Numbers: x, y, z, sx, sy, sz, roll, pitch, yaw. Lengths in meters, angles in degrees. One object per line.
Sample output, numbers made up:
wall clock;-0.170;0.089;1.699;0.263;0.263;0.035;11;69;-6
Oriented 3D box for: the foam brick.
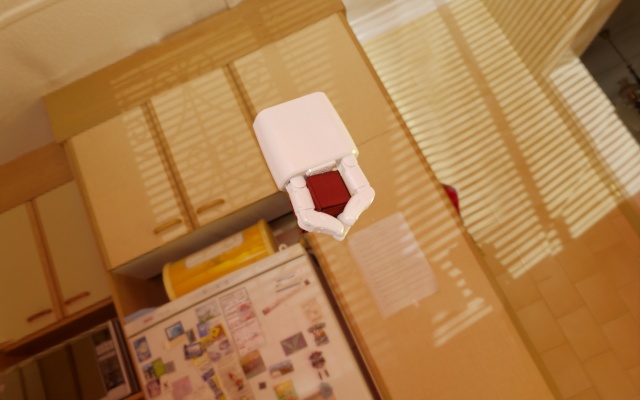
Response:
foam brick;0.000;0.002;0.658;0.053;0.051;0.078;-16;-19;-31
